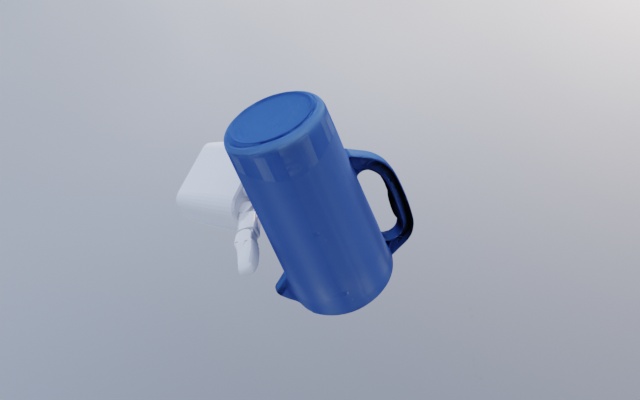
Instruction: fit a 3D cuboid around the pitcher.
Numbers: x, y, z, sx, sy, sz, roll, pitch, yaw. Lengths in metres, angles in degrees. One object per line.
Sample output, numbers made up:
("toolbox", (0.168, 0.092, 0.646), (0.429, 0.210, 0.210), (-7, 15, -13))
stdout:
("pitcher", (0.000, 0.002, 0.535), (0.145, 0.243, 0.149), (8, 47, 34))
